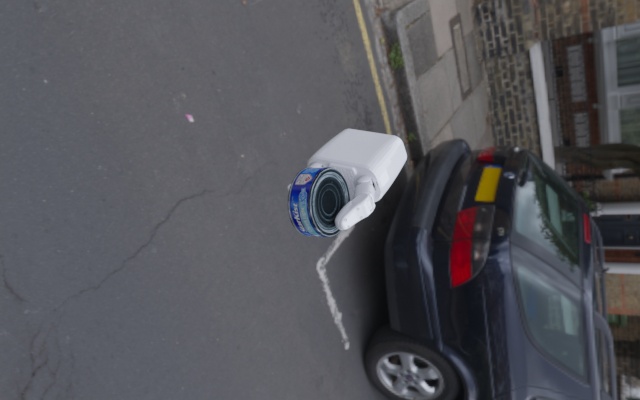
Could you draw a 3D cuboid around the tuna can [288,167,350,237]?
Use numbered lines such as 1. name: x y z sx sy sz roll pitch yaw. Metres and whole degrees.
1. tuna can: 0.001 0.002 0.582 0.034 0.086 0.086 2 1 37
